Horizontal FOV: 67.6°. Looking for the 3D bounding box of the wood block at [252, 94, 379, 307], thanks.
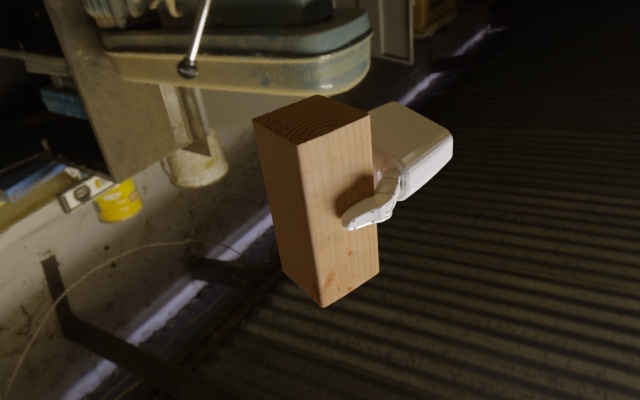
[{"bbox_3d":[0.001,0.002,0.531,0.090,0.206,0.090,-27,37,-27],"label":"wood block"}]
